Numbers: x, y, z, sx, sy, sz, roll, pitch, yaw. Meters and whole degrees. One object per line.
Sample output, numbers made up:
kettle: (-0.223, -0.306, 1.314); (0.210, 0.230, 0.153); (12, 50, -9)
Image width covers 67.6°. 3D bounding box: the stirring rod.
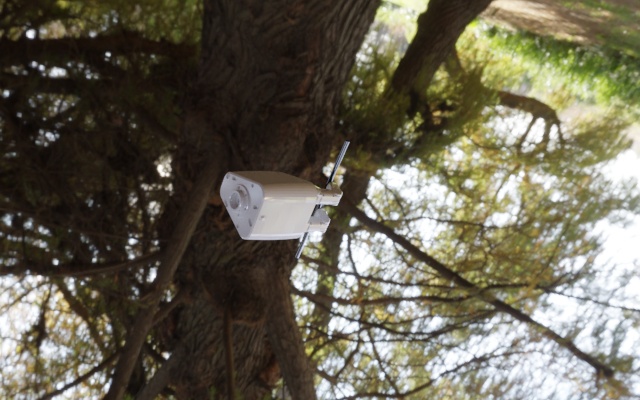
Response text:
stirring rod: (0.000, 0.003, 0.843); (0.011, 0.240, 0.011); (20, 22, -9)
